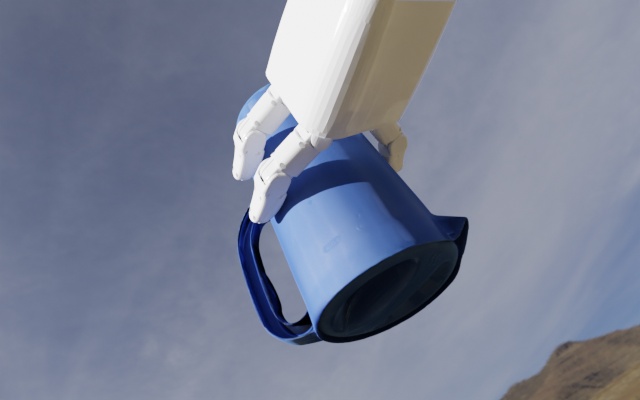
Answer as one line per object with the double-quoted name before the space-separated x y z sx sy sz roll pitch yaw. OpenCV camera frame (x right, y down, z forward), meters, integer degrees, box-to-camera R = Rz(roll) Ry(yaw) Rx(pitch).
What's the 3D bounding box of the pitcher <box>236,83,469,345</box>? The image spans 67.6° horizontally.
"pitcher" 0.000 0.001 0.441 0.149 0.145 0.242 -7 48 -30
